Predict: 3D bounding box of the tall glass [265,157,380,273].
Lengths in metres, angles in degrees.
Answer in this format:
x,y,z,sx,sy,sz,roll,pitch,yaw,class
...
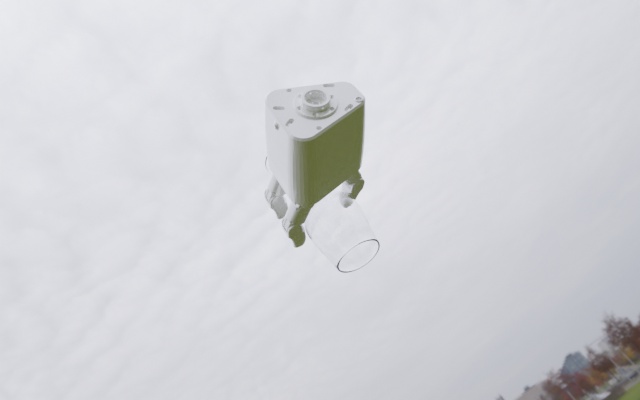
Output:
x,y,z,sx,sy,sz,roll,pitch,yaw,class
0.000,0.002,0.647,0.079,0.079,0.201,0,43,-41,tall glass
